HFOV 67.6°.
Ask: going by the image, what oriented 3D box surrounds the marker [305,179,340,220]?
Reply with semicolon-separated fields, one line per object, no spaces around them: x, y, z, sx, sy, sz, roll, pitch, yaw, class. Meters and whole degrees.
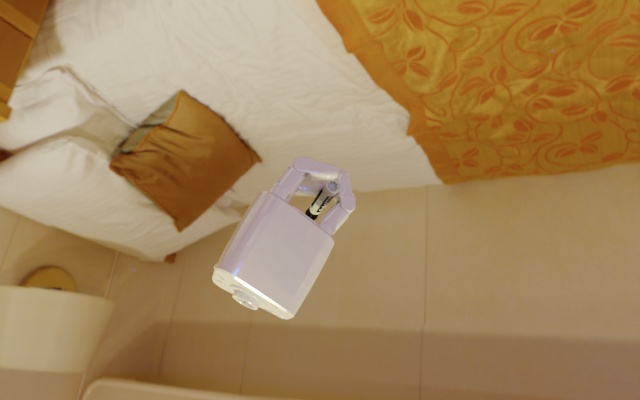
0.000;0.002;0.641;0.020;0.020;0.121;0;-20;-16;marker
